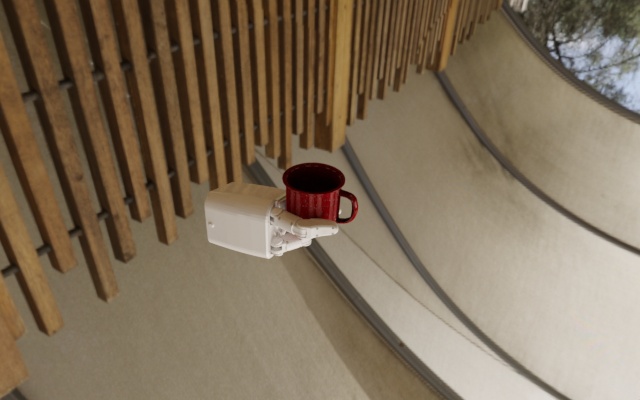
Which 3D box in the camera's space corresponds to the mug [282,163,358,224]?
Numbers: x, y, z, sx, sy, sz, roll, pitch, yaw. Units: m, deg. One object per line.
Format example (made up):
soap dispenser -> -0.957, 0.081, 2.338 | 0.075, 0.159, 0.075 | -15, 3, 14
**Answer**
mug -> 0.002, 0.003, 0.718 | 0.117, 0.082, 0.093 | 12, 34, 15
